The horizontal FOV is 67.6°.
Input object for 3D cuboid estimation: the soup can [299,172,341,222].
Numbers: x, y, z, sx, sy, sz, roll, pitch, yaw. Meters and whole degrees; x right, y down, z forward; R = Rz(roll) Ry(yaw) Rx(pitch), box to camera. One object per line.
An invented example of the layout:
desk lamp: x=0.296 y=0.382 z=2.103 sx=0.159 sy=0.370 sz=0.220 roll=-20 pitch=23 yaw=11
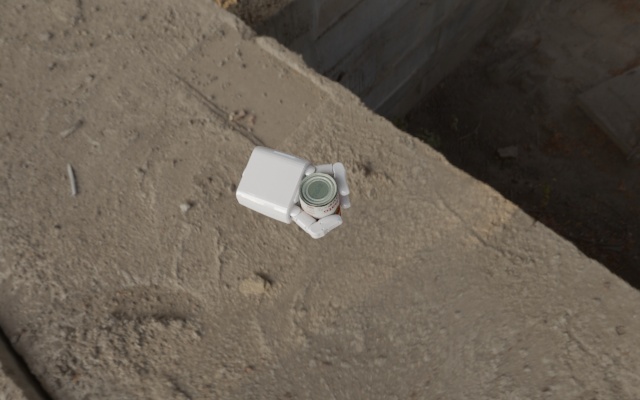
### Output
soup can: x=0.001 y=0.003 z=0.843 sx=0.068 sy=0.068 sz=0.102 roll=0 pitch=-27 yaw=5
